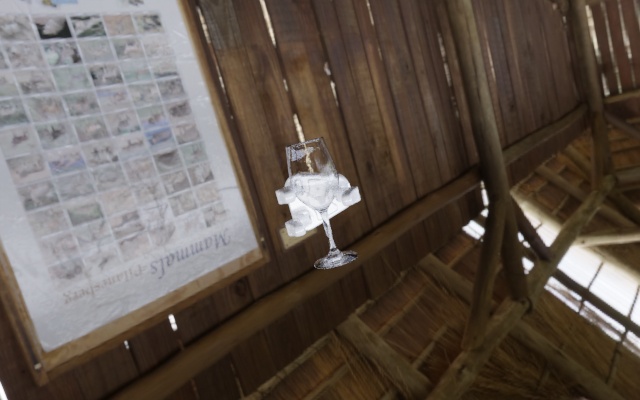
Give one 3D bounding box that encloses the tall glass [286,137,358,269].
[{"bbox_3d":[0.000,0.003,0.767,0.079,0.201,0.079,-15,9,2],"label":"tall glass"}]
